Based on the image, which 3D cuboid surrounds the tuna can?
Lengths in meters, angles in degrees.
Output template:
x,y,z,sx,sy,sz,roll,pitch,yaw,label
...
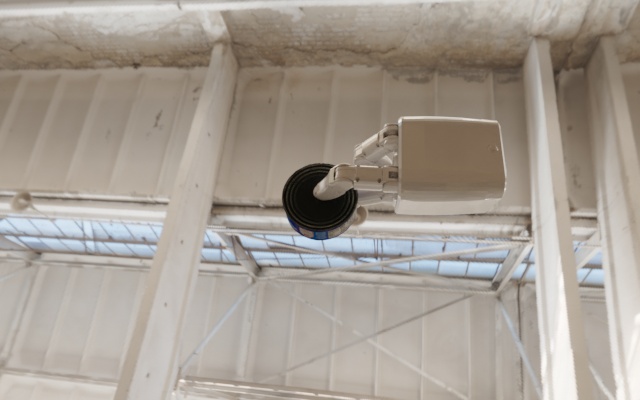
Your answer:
x,y,z,sx,sy,sz,roll,pitch,yaw,label
0.000,0.002,0.550,0.086,0.086,0.034,0,-26,3,tuna can
